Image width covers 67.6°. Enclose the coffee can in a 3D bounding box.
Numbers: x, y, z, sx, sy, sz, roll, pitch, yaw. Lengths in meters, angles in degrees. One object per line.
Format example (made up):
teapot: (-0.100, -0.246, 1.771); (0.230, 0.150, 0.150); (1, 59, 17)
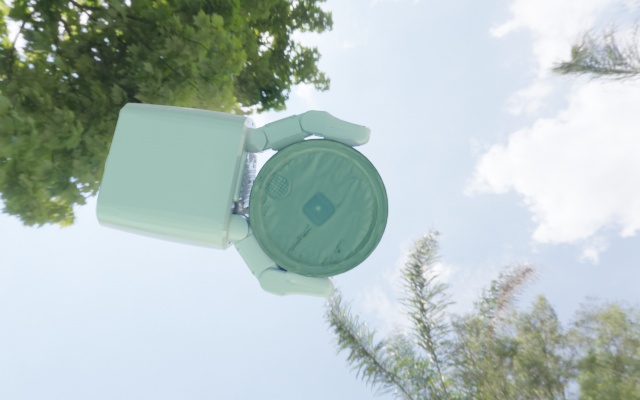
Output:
coffee can: (0.000, 0.001, 0.416); (0.103, 0.103, 0.140); (0, 4, 1)
